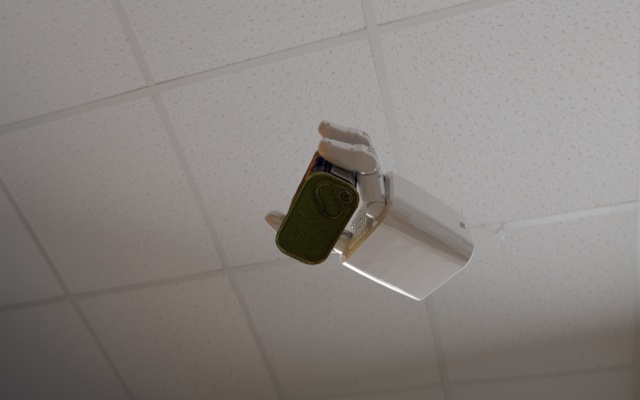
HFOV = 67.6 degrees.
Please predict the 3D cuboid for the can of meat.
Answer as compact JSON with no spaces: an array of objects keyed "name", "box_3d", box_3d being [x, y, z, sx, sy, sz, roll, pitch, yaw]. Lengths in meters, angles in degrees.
[{"name":"can of meat","box_3d":[0.000,0.002,0.500,0.057,0.102,0.084,25,27,-6]}]
